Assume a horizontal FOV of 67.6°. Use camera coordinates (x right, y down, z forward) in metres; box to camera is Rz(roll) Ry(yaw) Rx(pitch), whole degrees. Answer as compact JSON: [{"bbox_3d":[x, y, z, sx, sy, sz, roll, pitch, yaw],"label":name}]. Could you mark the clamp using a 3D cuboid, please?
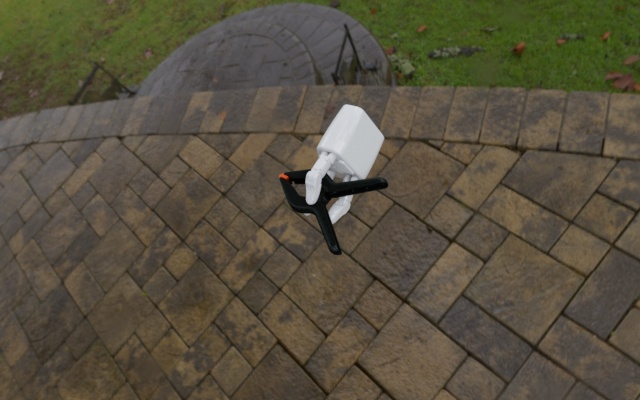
[{"bbox_3d":[0.000,0.002,0.884,0.210,0.164,0.036,19,-22,30],"label":"clamp"}]
